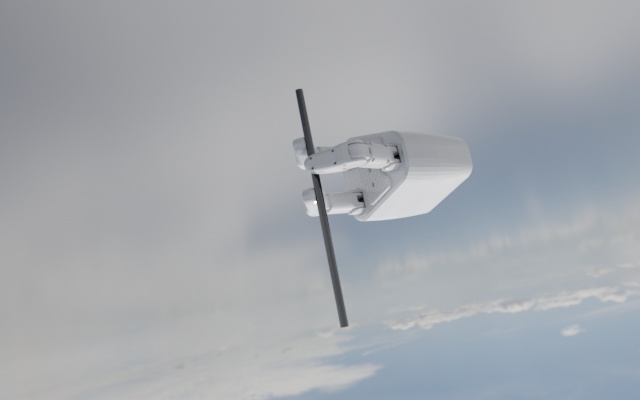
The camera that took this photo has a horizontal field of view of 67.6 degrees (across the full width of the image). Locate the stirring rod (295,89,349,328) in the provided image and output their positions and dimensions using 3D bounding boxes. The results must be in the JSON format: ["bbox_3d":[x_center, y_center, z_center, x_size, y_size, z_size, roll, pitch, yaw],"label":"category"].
[{"bbox_3d":[0.000,0.001,0.466,0.011,0.239,0.011,-10,-13,-2],"label":"stirring rod"}]
